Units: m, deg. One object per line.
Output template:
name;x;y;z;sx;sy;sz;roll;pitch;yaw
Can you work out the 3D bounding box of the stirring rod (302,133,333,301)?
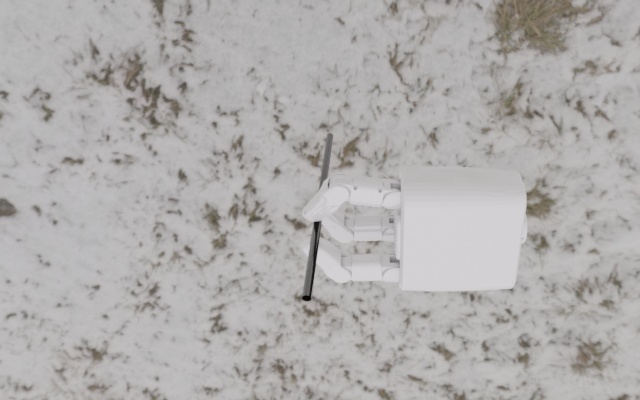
stirring rod;0.000;0.001;0.482;0.011;0.011;0.239;0;41;7
